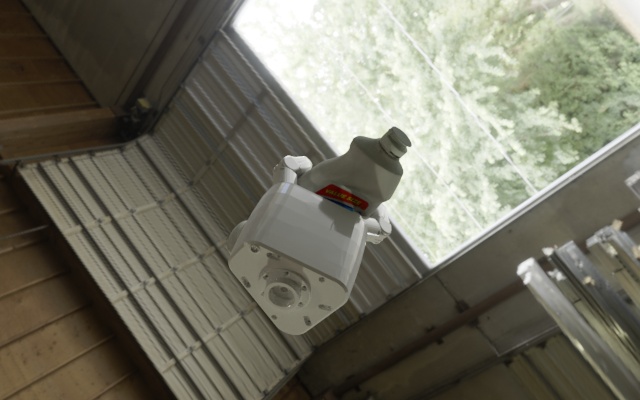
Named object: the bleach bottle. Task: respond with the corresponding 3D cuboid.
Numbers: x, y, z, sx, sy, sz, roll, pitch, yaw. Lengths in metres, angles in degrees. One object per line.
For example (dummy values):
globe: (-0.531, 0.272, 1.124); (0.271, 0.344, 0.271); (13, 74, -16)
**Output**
bleach bottle: (0.000, 0.002, 0.558); (0.251, 0.102, 0.068); (-43, 13, 31)
